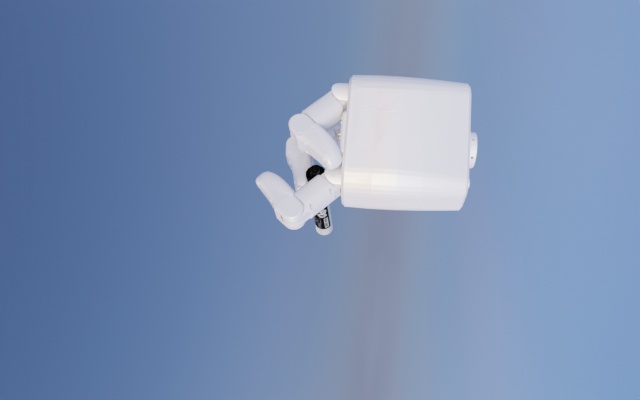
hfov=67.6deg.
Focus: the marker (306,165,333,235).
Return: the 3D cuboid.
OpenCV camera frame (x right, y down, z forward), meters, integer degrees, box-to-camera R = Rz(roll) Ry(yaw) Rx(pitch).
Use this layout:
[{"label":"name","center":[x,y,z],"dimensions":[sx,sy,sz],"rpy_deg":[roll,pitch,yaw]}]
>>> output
[{"label":"marker","center":[0.000,0.002,0.476],"dimensions":[0.020,0.020,0.121],"rpy_deg":[0,-28,5]}]
